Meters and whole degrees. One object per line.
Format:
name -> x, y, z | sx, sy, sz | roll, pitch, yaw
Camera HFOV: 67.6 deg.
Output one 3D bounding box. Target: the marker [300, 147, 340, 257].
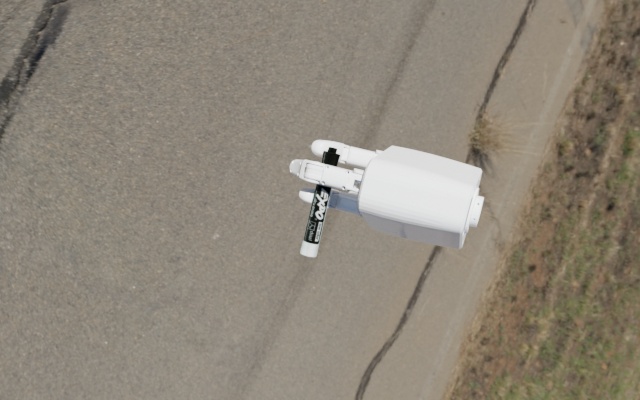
marker -> 0.000, 0.002, 0.520 | 0.020, 0.121, 0.020 | 13, 6, -1
